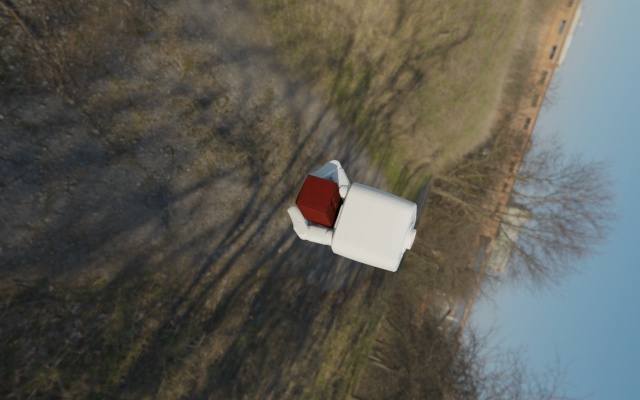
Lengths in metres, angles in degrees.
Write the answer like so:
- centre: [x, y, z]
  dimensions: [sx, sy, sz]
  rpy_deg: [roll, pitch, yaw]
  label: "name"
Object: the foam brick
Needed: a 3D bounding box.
- centre: [0.000, 0.002, 0.756]
  dimensions: [0.051, 0.053, 0.078]
  rpy_deg: [18, -17, 17]
  label: "foam brick"
